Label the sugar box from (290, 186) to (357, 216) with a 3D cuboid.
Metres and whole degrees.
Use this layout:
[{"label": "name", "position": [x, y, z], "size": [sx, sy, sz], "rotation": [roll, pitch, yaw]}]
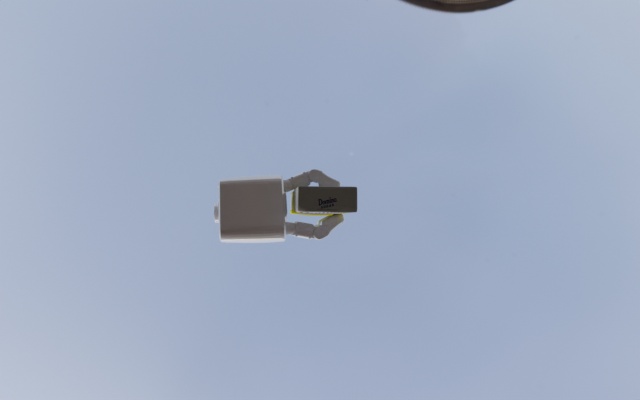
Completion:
[{"label": "sugar box", "position": [0.000, 0.003, 0.799], "size": [0.093, 0.048, 0.176], "rotation": [1, 0, -7]}]
